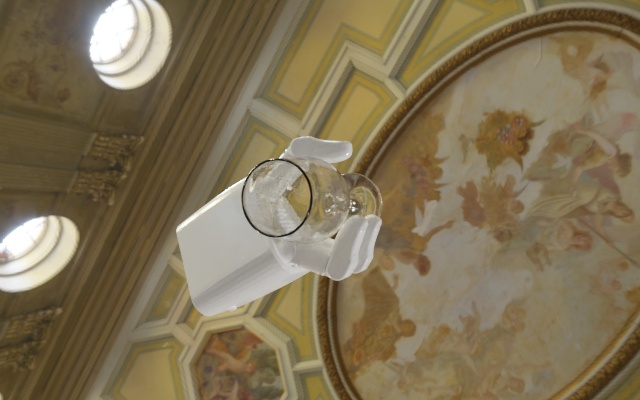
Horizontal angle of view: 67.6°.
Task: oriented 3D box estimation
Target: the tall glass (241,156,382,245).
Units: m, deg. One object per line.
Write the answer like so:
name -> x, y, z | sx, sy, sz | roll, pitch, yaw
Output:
tall glass -> 0.000, 0.001, 0.462 | 0.079, 0.079, 0.201 | 0, -2, 20
